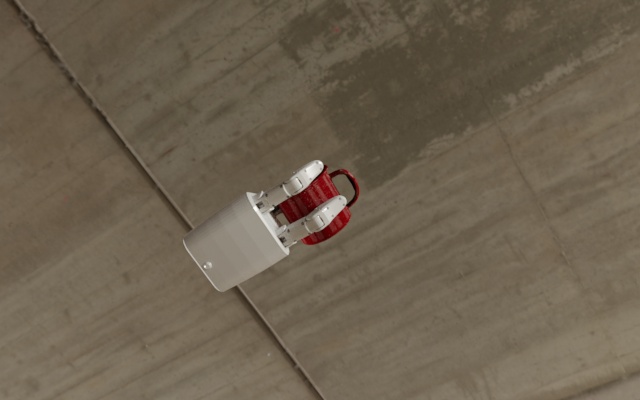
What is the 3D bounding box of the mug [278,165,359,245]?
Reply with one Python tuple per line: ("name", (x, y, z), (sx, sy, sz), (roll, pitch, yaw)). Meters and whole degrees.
("mug", (0.001, 0.002, 0.671), (0.117, 0.081, 0.093), (-31, 16, 4))
